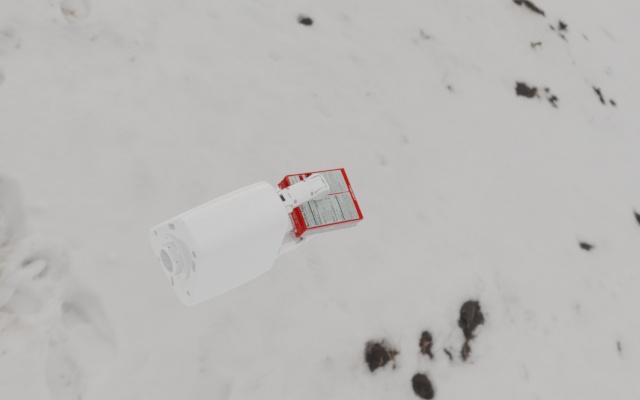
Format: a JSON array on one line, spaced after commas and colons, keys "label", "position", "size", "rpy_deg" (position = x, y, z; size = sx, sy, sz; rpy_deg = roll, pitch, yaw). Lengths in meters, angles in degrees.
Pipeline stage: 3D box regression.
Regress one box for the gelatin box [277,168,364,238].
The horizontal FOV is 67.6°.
[{"label": "gelatin box", "position": [0.001, 0.002, 0.588], "size": [0.089, 0.073, 0.030], "rpy_deg": [-10, -21, -31]}]
